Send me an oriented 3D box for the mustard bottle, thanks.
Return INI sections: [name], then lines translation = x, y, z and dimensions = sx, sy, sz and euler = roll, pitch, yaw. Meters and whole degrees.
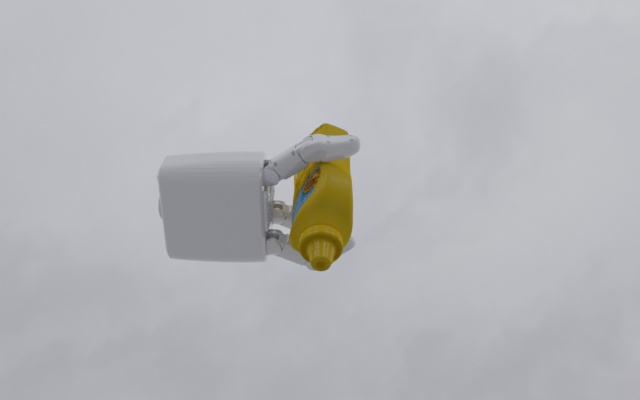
[mustard bottle]
translation = 0.000, 0.002, 0.499
dimensions = 0.058, 0.096, 0.191
euler = 21, 33, -13
